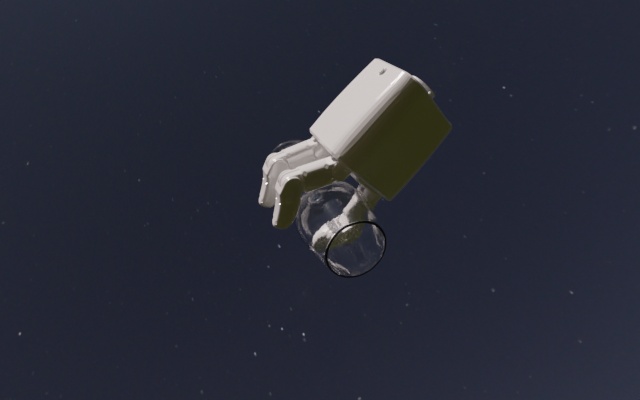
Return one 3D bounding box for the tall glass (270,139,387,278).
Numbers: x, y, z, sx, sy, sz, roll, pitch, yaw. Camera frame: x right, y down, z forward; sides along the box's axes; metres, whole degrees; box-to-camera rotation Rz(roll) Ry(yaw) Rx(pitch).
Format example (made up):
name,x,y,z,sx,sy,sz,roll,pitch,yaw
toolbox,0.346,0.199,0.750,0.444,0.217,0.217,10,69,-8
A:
name,x,y,z,sx,sy,sz,roll,pitch,yaw
tall glass,0.000,0.002,0.522,0.079,0.079,0.201,0,27,-22
